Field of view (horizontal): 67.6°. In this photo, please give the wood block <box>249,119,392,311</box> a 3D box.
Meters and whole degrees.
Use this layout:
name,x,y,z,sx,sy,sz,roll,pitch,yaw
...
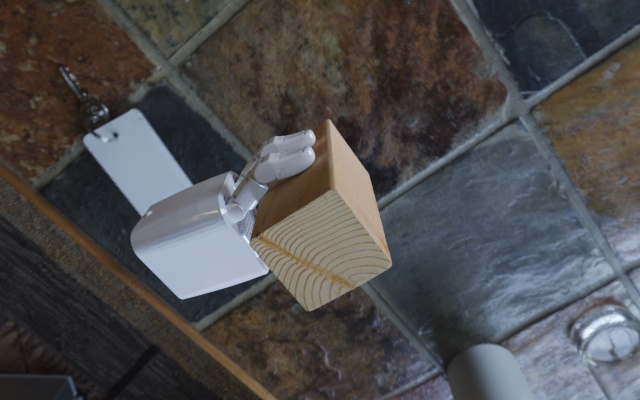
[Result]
name,x,y,z,sx,sy,sz,roll,pitch,yaw
wood block,0.000,0.002,0.490,0.090,0.091,0.206,-32,21,14
